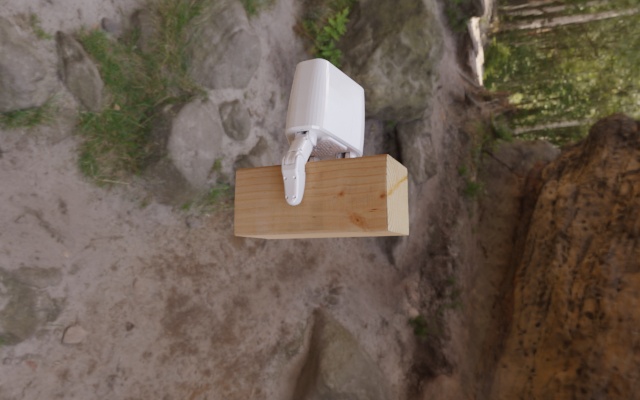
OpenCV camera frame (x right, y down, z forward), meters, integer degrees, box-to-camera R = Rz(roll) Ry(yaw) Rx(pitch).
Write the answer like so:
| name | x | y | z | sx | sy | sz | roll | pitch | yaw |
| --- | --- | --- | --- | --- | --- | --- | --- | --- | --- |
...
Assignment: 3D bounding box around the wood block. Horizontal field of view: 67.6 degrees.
| name | x | y | z | sx | sy | sz | roll | pitch | yaw |
| --- | --- | --- | --- | --- | --- | --- | --- | --- | --- |
| wood block | 0.000 | 0.002 | 0.615 | 0.206 | 0.090 | 0.091 | -4 | -9 | 25 |
